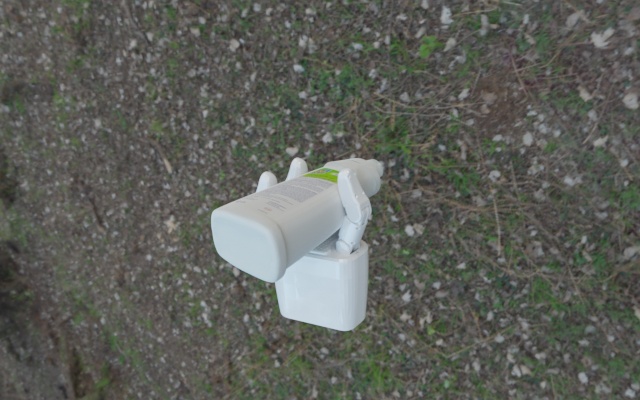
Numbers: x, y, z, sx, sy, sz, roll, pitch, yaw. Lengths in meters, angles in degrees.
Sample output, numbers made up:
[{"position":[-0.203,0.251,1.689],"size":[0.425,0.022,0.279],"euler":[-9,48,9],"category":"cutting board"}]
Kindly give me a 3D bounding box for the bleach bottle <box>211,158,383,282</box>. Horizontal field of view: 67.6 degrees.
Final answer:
[{"position":[0.000,0.002,0.561],"size":[0.102,0.068,0.250],"euler":[18,31,36],"category":"bleach bottle"}]
